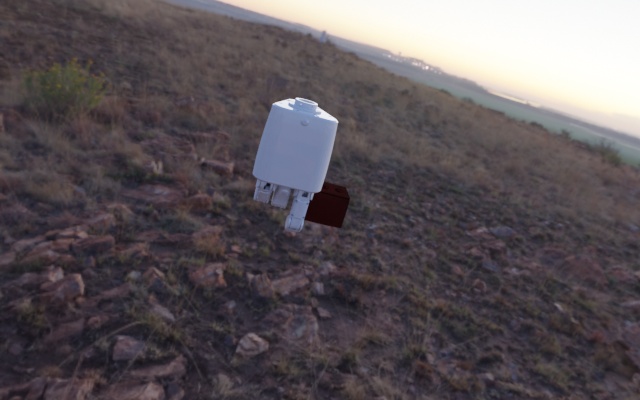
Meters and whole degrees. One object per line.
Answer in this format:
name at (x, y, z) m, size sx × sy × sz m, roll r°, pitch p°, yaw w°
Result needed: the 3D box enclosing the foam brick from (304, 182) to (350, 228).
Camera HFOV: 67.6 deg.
foam brick at (0.000, 0.002, 0.729) m, size 0.078 × 0.051 × 0.053 m, roll 13°, pitch 19°, yaw -10°
